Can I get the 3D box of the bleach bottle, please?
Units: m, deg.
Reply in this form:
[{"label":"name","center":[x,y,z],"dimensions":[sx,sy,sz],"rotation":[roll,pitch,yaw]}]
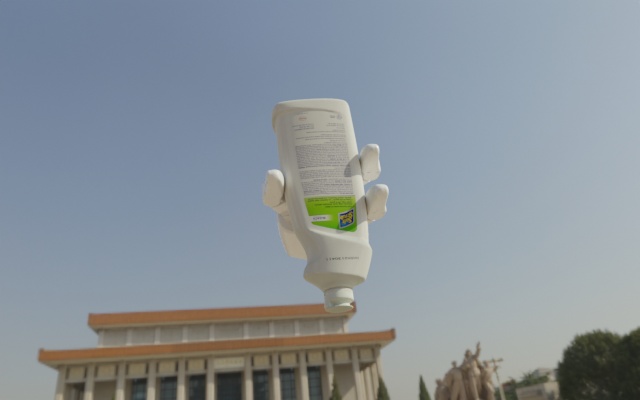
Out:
[{"label":"bleach bottle","center":[0.000,0.002,0.549],"dimensions":[0.102,0.250,0.068],"rotation":[-4,-26,-3]}]
